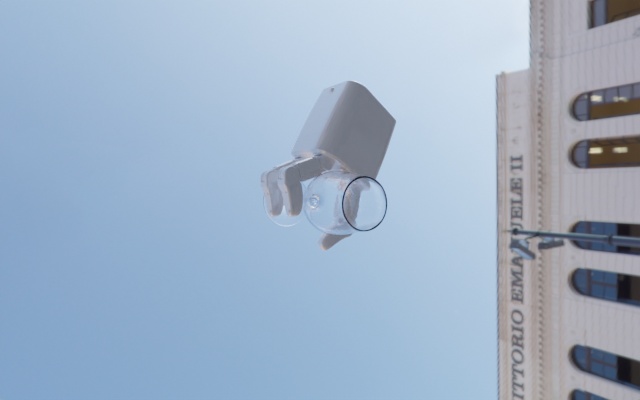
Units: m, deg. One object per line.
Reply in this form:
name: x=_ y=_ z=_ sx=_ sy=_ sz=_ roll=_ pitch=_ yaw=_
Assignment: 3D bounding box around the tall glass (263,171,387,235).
tall glass: x=0.000 y=0.002 z=0.613 sx=0.079 sy=0.079 sz=0.201 roll=0 pitch=1 yaw=-30
